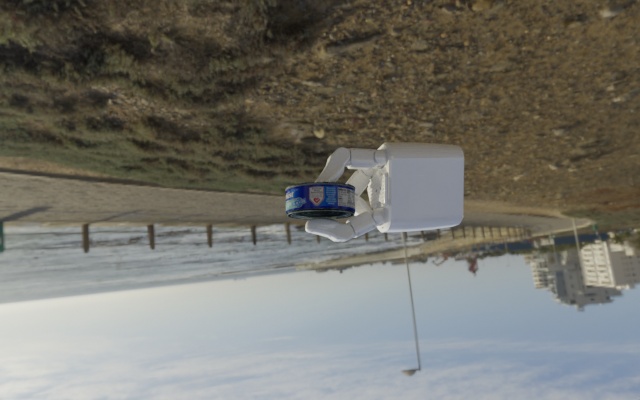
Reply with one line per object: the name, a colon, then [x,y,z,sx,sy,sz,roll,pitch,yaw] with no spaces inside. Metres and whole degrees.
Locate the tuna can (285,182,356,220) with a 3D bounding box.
tuna can: [0.000,0.002,0.580,0.086,0.033,0.086,-1,-10,0]
